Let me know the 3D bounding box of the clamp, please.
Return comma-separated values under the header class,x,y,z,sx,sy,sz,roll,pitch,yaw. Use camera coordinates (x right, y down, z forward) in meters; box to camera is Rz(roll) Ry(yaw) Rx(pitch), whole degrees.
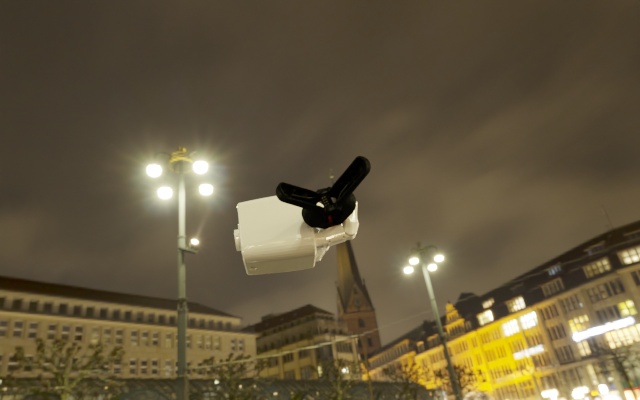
class,x,y,z,sx,sy,sz,roll,pitch,yaw
clamp,0.000,0.002,0.644,0.120,0.039,0.172,-10,-27,-8
